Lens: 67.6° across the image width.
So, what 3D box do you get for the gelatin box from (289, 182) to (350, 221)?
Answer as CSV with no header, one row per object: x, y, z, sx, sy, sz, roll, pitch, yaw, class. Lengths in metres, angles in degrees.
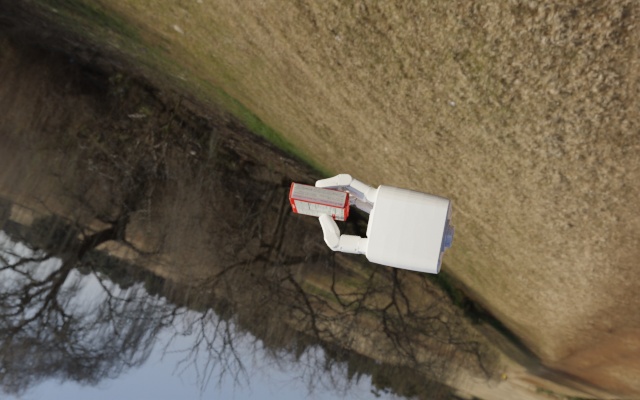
0.000,0.003,0.741,0.089,0.030,0.073,9,-16,5,gelatin box
